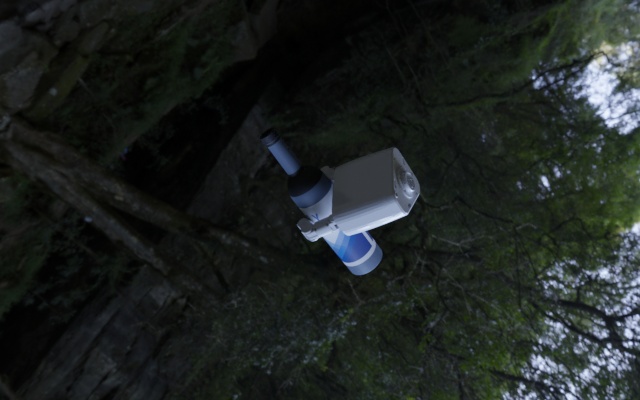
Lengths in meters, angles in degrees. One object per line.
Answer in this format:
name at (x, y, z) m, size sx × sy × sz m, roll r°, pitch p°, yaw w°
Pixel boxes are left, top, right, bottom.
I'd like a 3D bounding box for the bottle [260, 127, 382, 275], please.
bottle at (0.000, 0.003, 0.783) m, size 0.069 × 0.296 × 0.069 m, roll -29°, pitch 27°, yaw 17°
